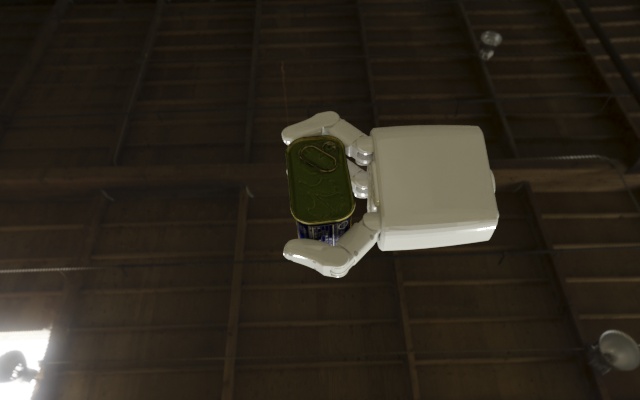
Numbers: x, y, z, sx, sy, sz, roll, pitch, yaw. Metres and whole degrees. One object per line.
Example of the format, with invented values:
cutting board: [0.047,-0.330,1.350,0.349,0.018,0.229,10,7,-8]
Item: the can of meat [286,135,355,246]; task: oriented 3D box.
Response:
can of meat: [0.000,0.002,0.471,0.057,0.102,0.084,-7,-36,-2]
